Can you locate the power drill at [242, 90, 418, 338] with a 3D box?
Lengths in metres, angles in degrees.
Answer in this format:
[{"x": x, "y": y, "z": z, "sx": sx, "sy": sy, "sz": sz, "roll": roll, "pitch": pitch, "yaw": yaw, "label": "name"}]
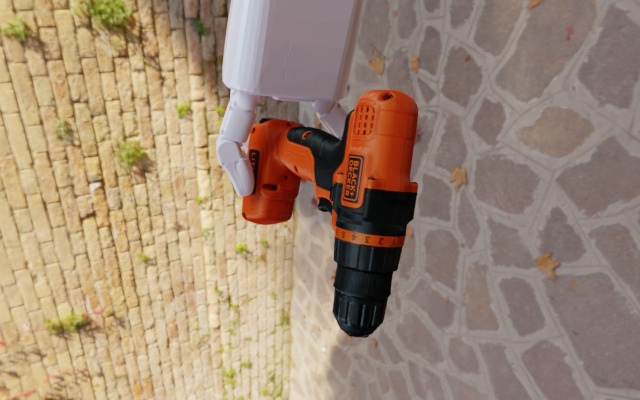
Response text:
[{"x": 0.000, "y": 0.001, "z": 0.409, "sx": 0.057, "sy": 0.184, "sz": 0.187, "roll": 5, "pitch": 6, "yaw": -38, "label": "power drill"}]
